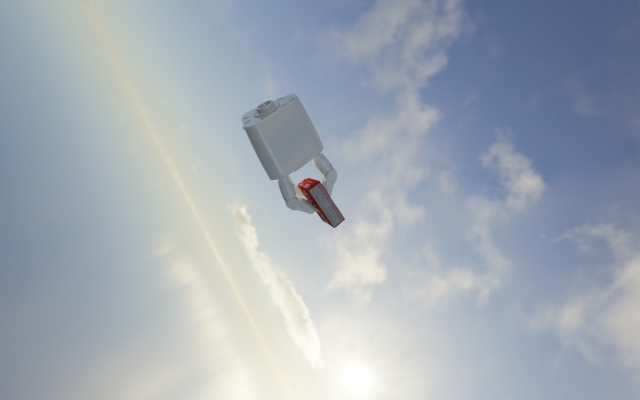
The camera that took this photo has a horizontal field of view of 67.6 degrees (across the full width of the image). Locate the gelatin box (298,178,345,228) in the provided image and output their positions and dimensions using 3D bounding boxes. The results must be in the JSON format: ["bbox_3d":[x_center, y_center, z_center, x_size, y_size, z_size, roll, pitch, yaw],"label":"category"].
[{"bbox_3d":[0.001,0.003,0.867,0.030,0.089,0.073,-38,16,-8],"label":"gelatin box"}]
